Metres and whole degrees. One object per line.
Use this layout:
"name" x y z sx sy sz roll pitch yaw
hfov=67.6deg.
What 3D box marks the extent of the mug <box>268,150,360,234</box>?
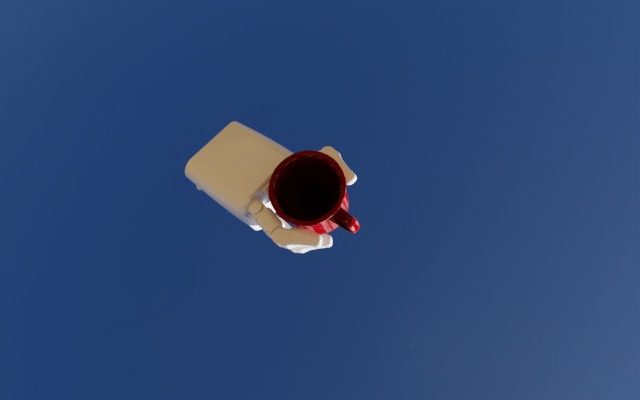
"mug" 0.001 0.003 0.591 0.117 0.093 0.081 34 -8 17
